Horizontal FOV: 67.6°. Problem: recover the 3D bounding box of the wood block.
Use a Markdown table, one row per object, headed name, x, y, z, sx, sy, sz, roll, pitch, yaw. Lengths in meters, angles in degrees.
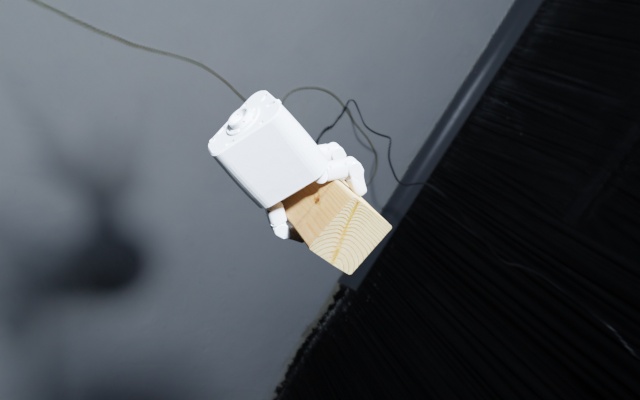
| name | x | y | z | sx | sy | sz | roll | pitch | yaw |
| --- | --- | --- | --- | --- | --- | --- | --- | --- | --- |
| wood block | 0.000 | 0.002 | 0.704 | 0.090 | 0.091 | 0.206 | 36 | 8 | -36 |
